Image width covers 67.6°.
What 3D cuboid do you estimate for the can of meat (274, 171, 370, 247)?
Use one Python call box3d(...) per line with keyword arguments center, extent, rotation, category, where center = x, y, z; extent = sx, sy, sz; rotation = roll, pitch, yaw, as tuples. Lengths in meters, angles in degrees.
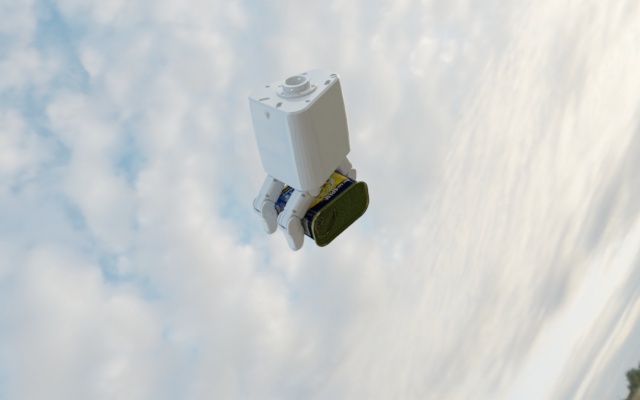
box3d(center=(0.000, 0.002, 0.637), extent=(0.102, 0.057, 0.084), rotation=(-38, 47, -27), category="can of meat")
